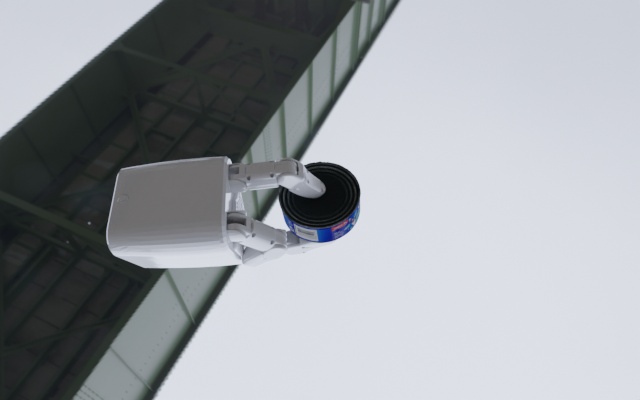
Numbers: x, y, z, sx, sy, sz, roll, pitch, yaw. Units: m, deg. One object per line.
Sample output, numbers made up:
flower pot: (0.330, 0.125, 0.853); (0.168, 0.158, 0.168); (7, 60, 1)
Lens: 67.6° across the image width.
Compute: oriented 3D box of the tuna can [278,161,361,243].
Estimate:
tuna can: (0.000, 0.002, 0.508); (0.086, 0.086, 0.034); (0, -36, 6)
